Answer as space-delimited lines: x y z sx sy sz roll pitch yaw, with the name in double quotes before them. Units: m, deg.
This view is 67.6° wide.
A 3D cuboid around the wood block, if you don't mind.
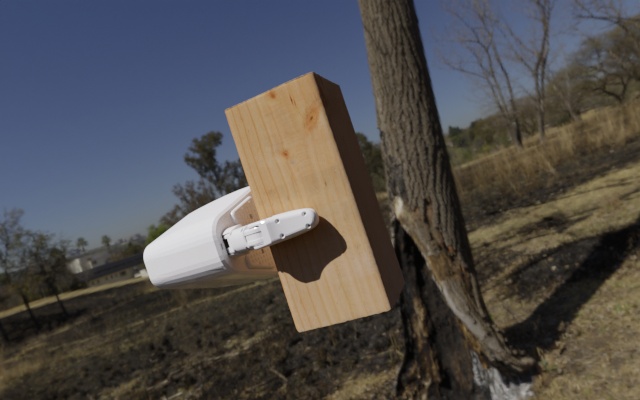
"wood block" 0.000 0.001 0.443 0.090 0.206 0.091 -19 0 19
